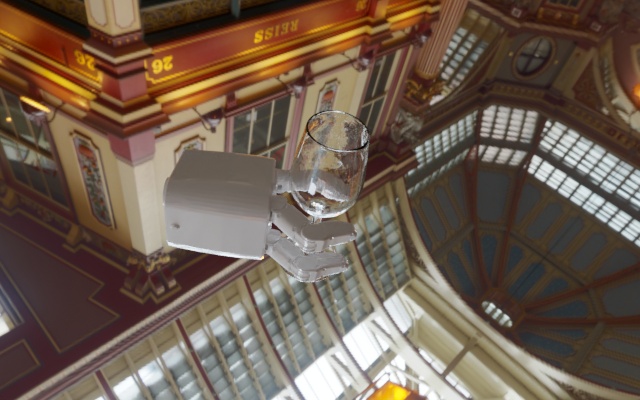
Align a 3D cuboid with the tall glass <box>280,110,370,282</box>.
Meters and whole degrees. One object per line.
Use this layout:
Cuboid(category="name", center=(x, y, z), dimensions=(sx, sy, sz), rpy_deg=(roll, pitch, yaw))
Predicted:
Cuboid(category="tall glass", center=(0.000, 0.002, 0.520), dimensions=(0.079, 0.079, 0.201), rpy_deg=(0, -43, -14))
